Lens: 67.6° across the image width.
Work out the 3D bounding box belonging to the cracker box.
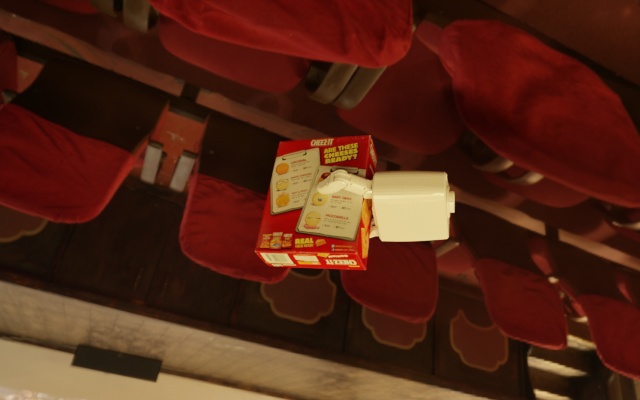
[{"bbox_3d":[0.000,0.003,0.776,0.164,0.213,0.072,-1,-32,18],"label":"cracker box"}]
